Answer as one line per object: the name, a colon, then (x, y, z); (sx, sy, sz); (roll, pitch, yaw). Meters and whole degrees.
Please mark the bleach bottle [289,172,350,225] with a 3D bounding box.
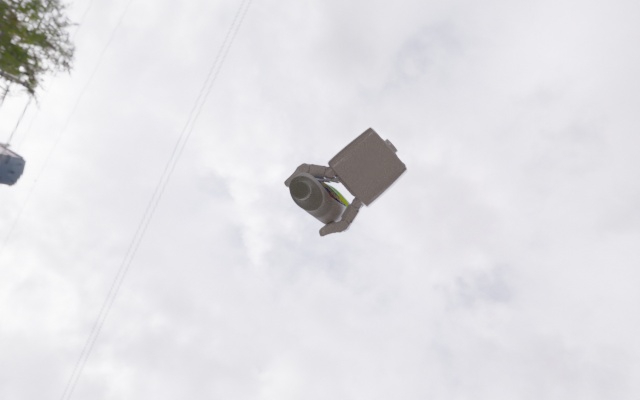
bleach bottle: (0.000, 0.003, 0.892); (0.068, 0.102, 0.251); (-42, -13, 6)
